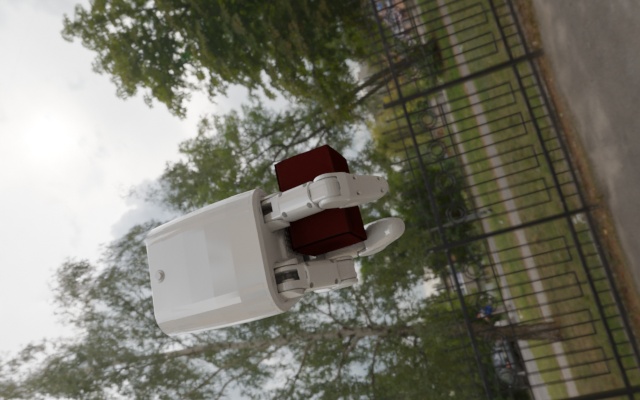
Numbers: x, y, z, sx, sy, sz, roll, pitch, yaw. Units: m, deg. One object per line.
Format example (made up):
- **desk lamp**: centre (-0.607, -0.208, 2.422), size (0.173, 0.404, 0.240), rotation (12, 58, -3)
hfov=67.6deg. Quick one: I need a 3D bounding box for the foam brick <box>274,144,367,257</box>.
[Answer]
- **foam brick**: centre (0.000, 0.001, 0.403), size (0.051, 0.078, 0.053), rotation (-18, -17, 17)
